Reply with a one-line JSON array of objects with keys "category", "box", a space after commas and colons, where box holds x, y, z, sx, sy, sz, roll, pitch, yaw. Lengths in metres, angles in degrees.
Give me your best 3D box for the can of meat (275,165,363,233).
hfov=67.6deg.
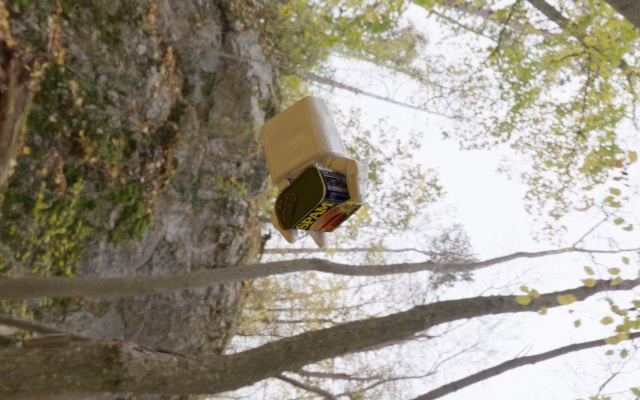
[{"category": "can of meat", "box": [0.000, 0.002, 0.666, 0.084, 0.057, 0.102, 9, -39, -41]}]
